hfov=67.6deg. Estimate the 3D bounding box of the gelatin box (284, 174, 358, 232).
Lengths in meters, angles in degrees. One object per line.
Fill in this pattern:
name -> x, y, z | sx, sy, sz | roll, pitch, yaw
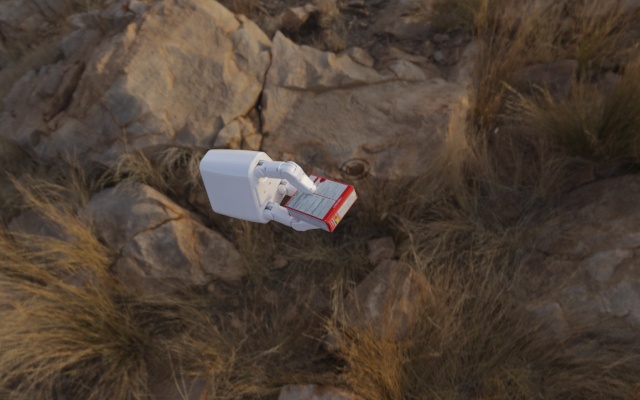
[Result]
gelatin box -> 0.000, 0.002, 0.730 | 0.089, 0.073, 0.030 | 18, -31, 38
